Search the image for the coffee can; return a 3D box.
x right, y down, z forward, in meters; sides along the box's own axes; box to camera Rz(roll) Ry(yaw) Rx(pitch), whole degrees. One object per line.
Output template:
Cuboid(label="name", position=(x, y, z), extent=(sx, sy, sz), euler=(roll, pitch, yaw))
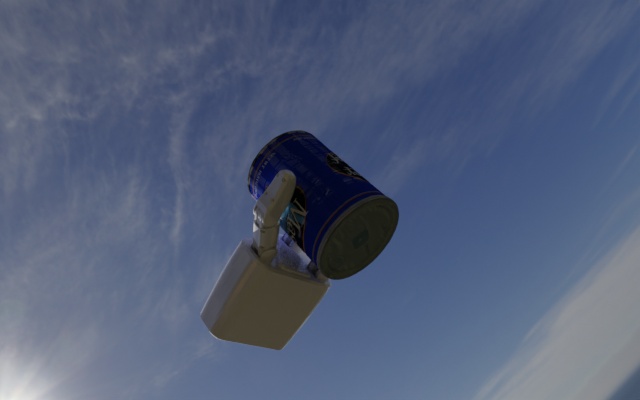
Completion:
Cuboid(label="coffee can", position=(0.000, 0.002, 0.519), extent=(0.103, 0.103, 0.140), euler=(0, 34, -45))
